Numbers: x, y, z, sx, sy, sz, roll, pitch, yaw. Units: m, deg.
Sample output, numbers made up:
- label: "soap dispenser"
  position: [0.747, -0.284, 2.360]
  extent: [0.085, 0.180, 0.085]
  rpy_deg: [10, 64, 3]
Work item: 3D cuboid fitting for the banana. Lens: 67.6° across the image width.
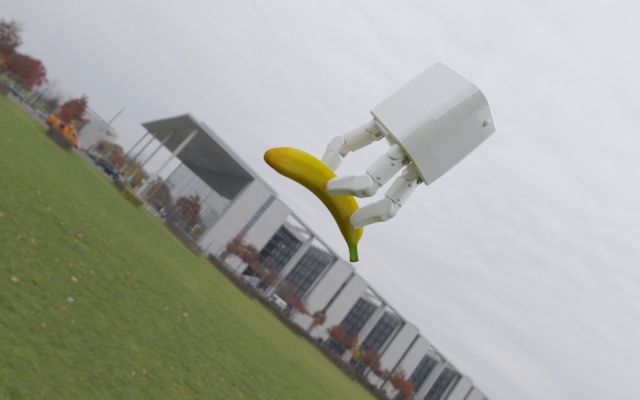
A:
- label: "banana"
  position: [0.004, -0.009, 0.582]
  extent: [0.037, 0.069, 0.198]
  rpy_deg: [-23, -54, 27]
